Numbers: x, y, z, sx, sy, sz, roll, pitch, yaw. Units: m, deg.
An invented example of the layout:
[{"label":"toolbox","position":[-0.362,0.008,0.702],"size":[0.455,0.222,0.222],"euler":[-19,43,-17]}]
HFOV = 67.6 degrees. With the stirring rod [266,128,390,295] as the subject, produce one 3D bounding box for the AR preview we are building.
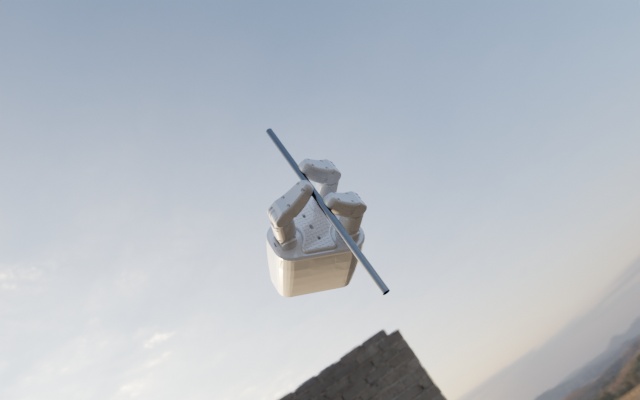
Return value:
[{"label":"stirring rod","position":[0.000,0.002,0.504],"size":[0.011,0.011,0.239],"euler":[0,44,-45]}]
